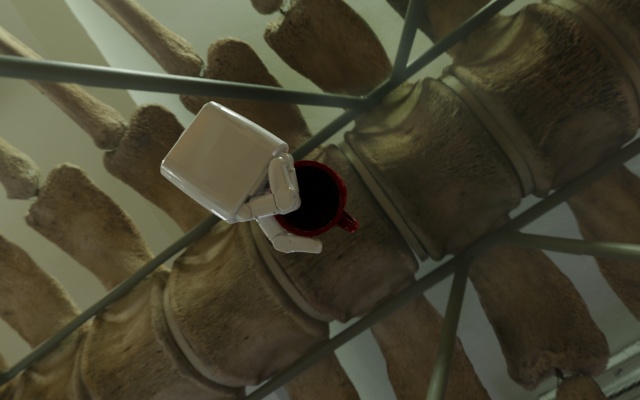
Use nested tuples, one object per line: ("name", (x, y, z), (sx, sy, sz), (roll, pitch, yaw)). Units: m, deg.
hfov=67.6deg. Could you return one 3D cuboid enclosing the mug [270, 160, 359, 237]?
("mug", (0.001, 0.003, 0.614), (0.117, 0.093, 0.081), (33, 8, 6))
